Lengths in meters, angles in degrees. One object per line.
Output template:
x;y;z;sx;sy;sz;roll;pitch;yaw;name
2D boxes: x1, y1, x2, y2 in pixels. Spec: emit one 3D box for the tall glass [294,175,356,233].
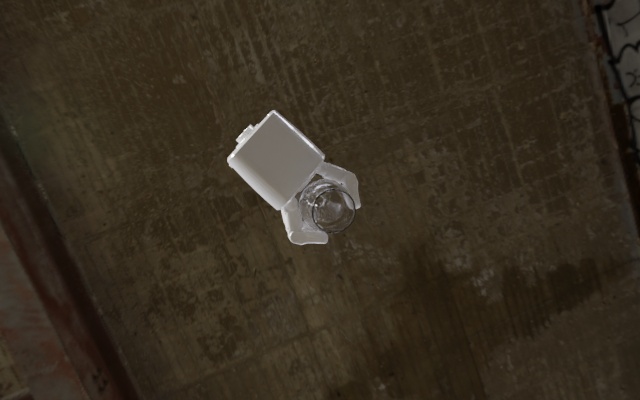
0.000;0.002;0.748;0.079;0.079;0.201;0;7;-11;tall glass
